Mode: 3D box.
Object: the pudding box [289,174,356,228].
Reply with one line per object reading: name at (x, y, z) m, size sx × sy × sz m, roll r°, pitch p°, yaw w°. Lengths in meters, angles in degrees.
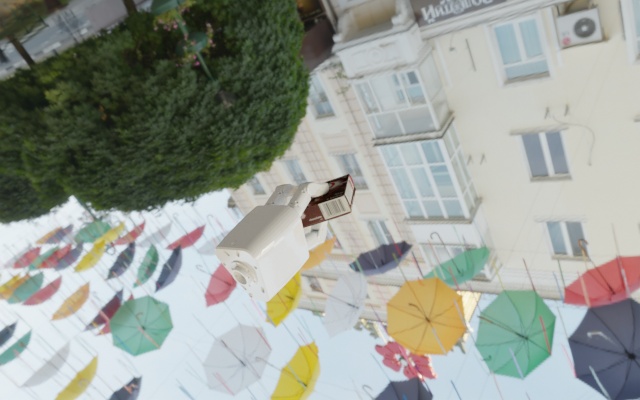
pudding box at (0.000, 0.003, 0.811) m, size 0.113 × 0.039 × 0.090 m, roll -16°, pitch 23°, yaw 16°
